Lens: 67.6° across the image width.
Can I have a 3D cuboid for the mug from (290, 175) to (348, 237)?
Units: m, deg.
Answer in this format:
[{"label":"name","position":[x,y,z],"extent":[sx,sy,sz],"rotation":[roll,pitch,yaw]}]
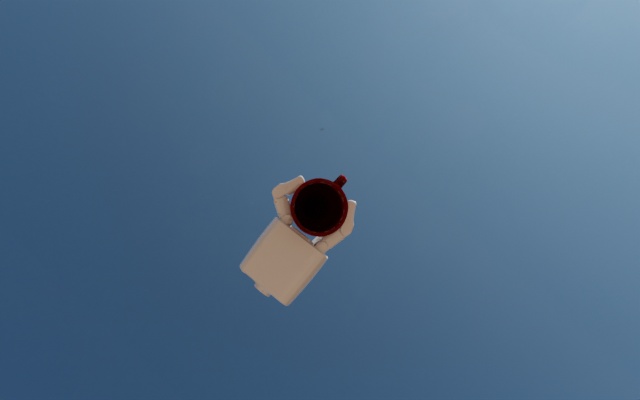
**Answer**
[{"label":"mug","position":[0.001,0.001,0.796],"extent":[0.093,0.117,0.081],"rotation":[40,-6,-6]}]
